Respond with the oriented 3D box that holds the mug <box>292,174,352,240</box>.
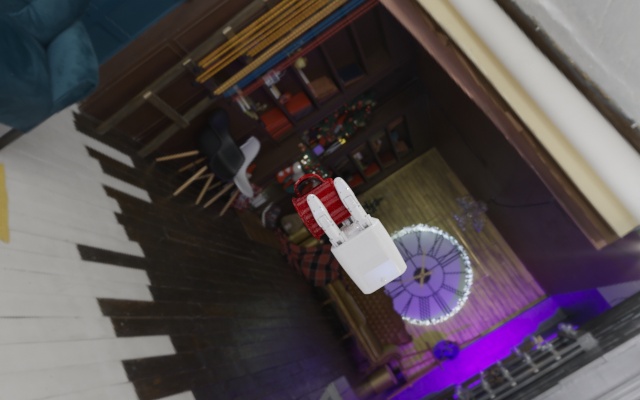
[{"bbox_3d":[0.000,0.002,0.874,0.081,0.117,0.093,-33,13,6],"label":"mug"}]
